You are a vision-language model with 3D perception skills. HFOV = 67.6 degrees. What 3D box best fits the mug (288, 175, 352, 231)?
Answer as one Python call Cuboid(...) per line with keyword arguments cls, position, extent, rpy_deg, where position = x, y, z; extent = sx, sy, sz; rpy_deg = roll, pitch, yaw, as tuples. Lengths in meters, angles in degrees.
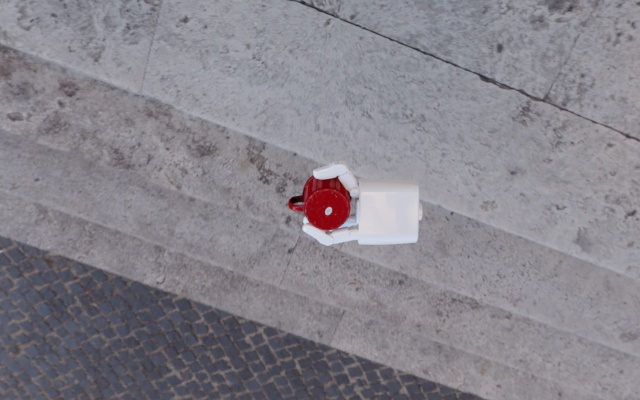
Cuboid(cls="mug", position=(-0.001, 0.003, 0.858), extent=(0.117, 0.093, 0.081), rpy_deg=(-1, 21, 1))
